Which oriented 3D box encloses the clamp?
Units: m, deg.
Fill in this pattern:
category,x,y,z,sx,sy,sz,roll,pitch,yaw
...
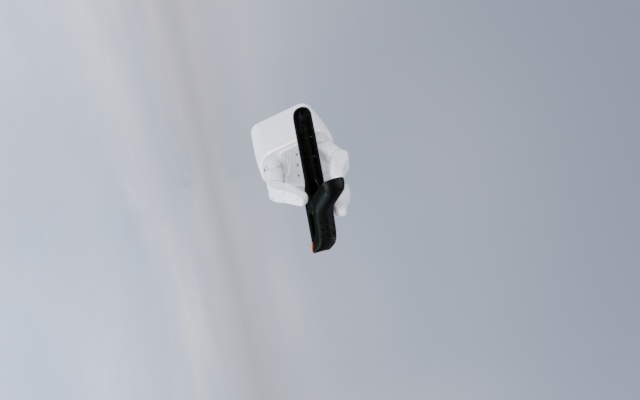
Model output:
category,x,y,z,sx,sy,sz,roll,pitch,yaw
clamp,-0.001,0.003,0.637,0.036,0.210,0.164,-12,37,-10
